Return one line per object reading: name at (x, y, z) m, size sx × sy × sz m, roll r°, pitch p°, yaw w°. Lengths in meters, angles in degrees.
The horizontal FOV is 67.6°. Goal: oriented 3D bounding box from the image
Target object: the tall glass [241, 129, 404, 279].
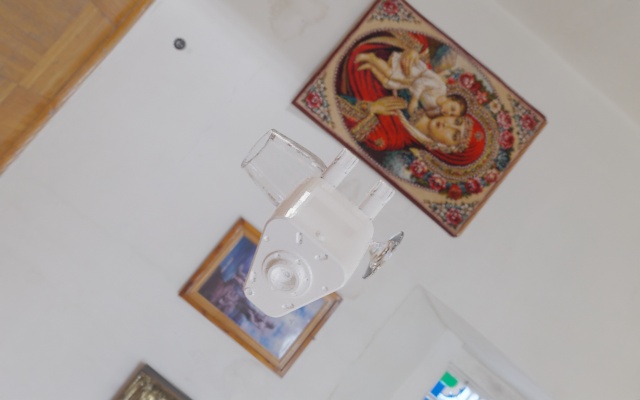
tall glass at (0.001, 0.002, 0.574) m, size 0.201 × 0.079 × 0.079 m, roll 41°, pitch -1°, yaw -1°
